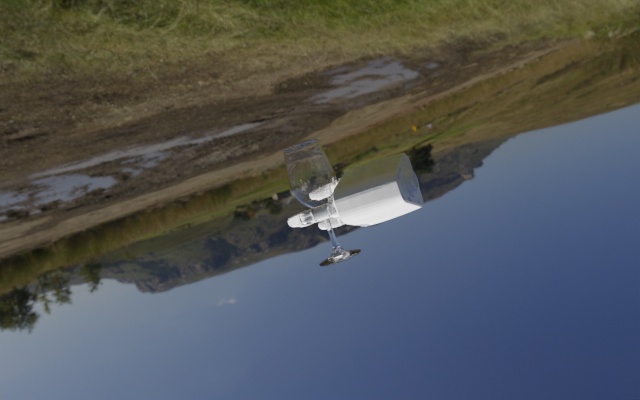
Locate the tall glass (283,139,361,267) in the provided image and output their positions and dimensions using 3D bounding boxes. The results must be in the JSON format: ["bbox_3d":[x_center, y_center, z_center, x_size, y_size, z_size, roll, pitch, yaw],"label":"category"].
[{"bbox_3d":[0.000,0.003,0.795,0.079,0.201,0.079,-20,2,1],"label":"tall glass"}]
